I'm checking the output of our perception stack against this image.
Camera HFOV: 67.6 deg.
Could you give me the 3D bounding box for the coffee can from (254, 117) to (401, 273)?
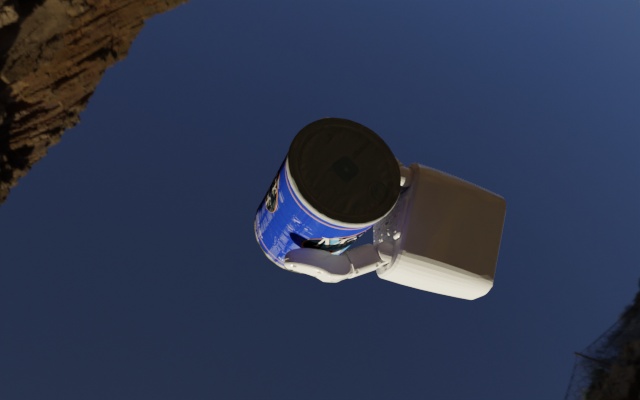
[{"bbox_3d":[0.000,0.001,0.462,0.103,0.102,0.140,0,-24,-20],"label":"coffee can"}]
